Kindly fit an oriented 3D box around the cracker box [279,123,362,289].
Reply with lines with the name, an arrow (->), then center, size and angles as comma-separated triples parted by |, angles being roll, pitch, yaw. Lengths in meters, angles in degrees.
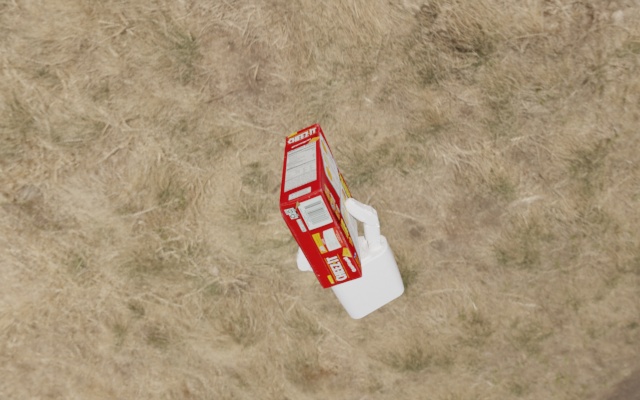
cracker box -> 0.000, 0.002, 0.742 | 0.072, 0.164, 0.213 | -20, 31, 11
